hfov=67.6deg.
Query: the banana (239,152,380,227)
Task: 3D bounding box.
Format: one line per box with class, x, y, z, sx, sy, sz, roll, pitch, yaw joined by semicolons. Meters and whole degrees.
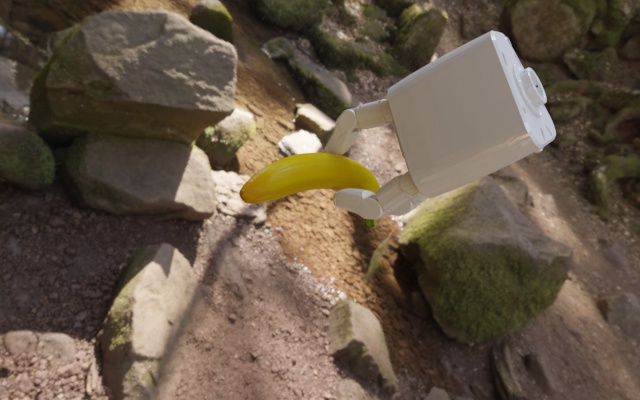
banana;0.006;-0.016;0.498;0.198;0.069;0.037;13;-4;-43
